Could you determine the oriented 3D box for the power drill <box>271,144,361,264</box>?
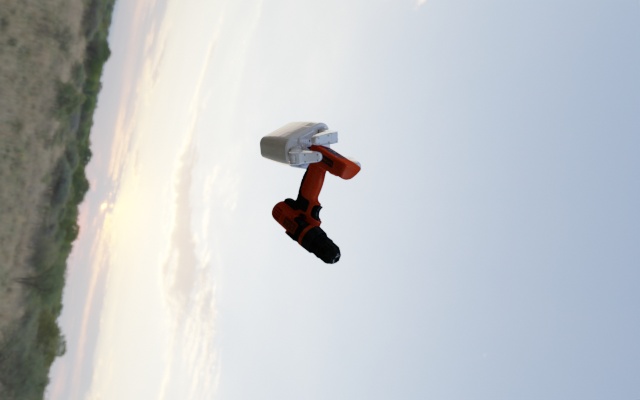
[{"bbox_3d":[0.000,0.002,0.894,0.184,0.188,0.057,37,17,34],"label":"power drill"}]
